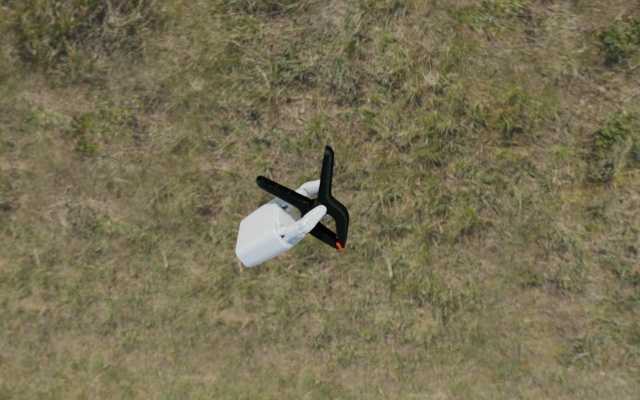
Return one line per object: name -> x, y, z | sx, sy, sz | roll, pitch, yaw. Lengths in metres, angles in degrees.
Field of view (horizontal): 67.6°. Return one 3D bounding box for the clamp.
clamp -> 0.000, 0.004, 0.894 | 0.164, 0.210, 0.036 | -28, 20, 28
